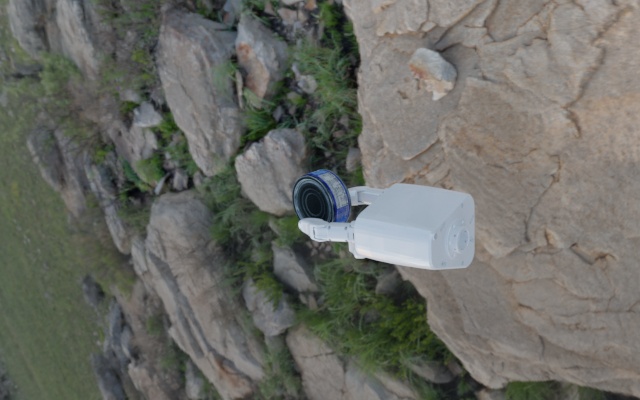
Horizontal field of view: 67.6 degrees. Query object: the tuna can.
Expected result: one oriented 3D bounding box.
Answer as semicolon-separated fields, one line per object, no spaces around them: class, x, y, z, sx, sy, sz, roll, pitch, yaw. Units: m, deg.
tuna can;0.000;0.002;0.652;0.033;0.086;0.086;-20;13;-40
